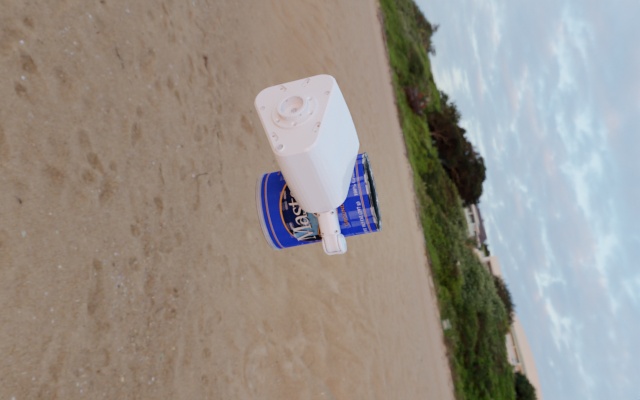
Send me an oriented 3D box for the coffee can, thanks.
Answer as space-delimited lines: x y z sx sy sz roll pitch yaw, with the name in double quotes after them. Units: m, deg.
0.000 0.002 0.615 0.140 0.103 0.103 -11 -2 11 "coffee can"
